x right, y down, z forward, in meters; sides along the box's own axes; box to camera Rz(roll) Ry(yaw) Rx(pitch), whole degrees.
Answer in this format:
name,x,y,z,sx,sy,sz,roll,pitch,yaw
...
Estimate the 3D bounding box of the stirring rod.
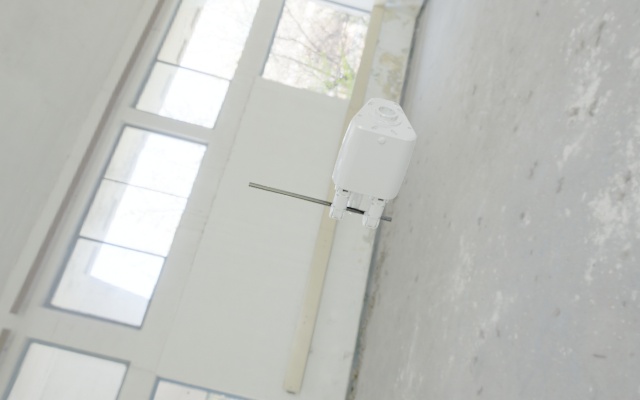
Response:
name,x,y,z,sx,sy,sz,roll,pitch,yaw
stirring rod,0.000,0.003,0.783,0.239,0.011,0.011,14,-1,-2
